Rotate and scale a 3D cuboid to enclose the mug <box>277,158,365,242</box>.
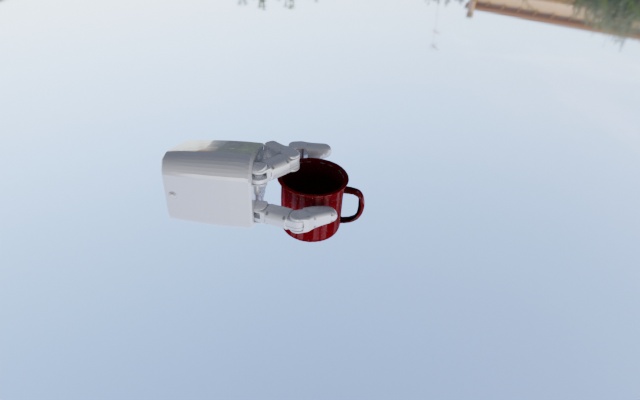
[{"bbox_3d":[0.002,0.002,0.637,0.117,0.082,0.093,5,35,2],"label":"mug"}]
